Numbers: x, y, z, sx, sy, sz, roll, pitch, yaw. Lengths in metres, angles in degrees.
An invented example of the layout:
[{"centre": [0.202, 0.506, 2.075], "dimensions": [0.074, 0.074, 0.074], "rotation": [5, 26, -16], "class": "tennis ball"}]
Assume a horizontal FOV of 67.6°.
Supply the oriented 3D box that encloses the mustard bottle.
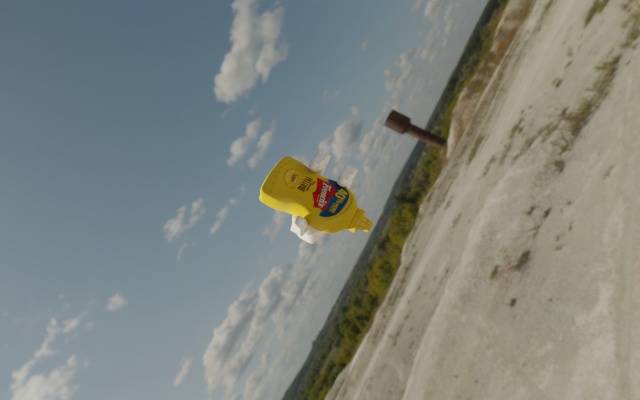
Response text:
[{"centre": [0.000, 0.002, 0.809], "dimensions": [0.191, 0.096, 0.058], "rotation": [27, -38, 7], "class": "mustard bottle"}]
